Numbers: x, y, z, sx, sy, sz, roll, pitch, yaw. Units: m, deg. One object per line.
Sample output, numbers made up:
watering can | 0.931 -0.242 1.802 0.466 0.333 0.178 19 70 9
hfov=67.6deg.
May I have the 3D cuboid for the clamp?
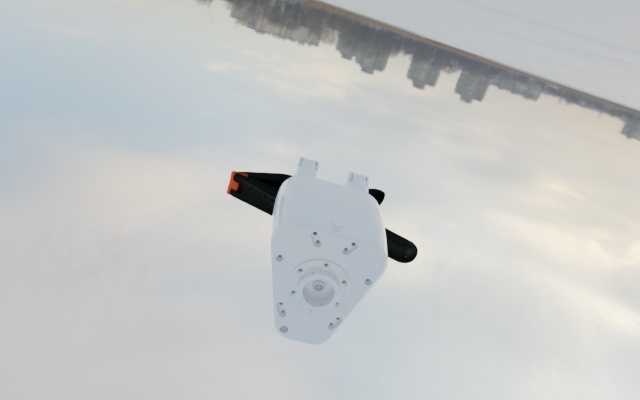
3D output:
clamp | -0.001 0.002 0.554 0.210 0.036 0.164 16 19 -5
